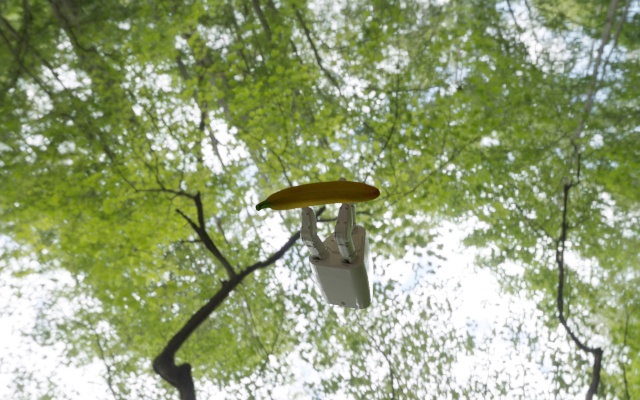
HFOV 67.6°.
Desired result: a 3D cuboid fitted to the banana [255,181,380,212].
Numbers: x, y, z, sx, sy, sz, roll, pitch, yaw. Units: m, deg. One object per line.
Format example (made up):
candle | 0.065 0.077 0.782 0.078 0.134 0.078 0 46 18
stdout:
banana | -0.003 -0.005 0.775 0.198 0.037 0.069 -9 25 6
